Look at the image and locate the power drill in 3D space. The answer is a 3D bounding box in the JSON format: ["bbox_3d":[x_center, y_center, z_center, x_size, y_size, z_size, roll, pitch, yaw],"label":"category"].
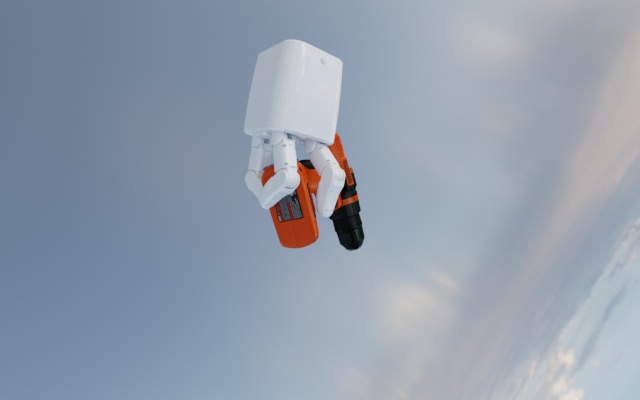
[{"bbox_3d":[0.000,0.002,0.651,0.057,0.184,0.187,-14,7,24],"label":"power drill"}]
